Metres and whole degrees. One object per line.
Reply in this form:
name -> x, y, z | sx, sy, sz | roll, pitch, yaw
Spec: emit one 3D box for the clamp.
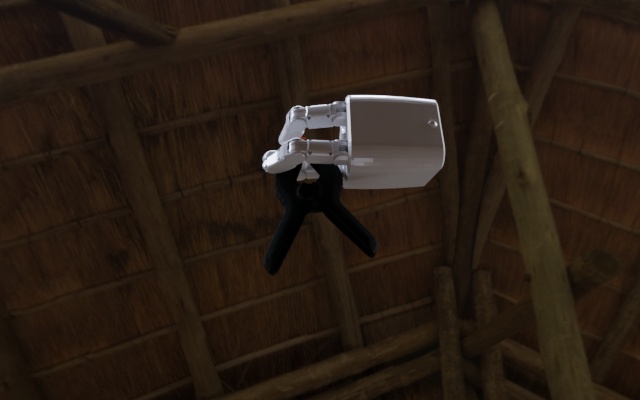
clamp -> 0.000, 0.002, 0.537 | 0.120, 0.171, 0.039 | 0, -29, -1
